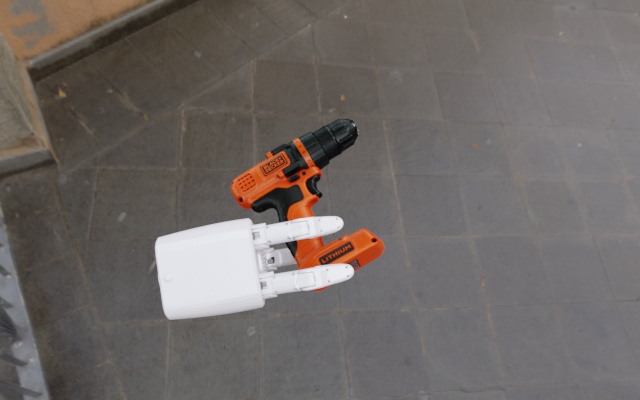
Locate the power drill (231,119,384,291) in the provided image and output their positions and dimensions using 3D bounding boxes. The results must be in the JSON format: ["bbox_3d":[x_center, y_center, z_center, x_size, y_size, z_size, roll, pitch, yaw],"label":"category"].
[{"bbox_3d":[0.000,0.002,0.595,0.184,0.187,0.057,-32,-27,1],"label":"power drill"}]
